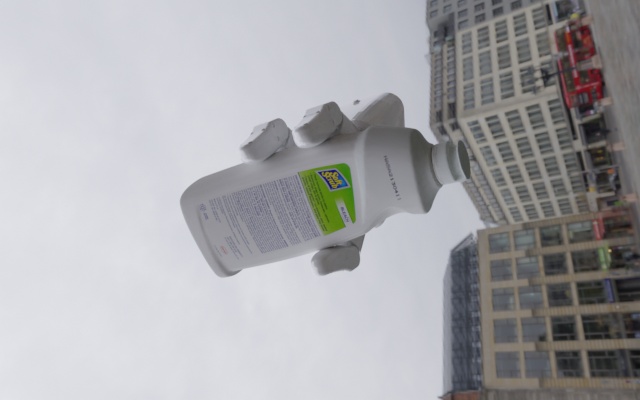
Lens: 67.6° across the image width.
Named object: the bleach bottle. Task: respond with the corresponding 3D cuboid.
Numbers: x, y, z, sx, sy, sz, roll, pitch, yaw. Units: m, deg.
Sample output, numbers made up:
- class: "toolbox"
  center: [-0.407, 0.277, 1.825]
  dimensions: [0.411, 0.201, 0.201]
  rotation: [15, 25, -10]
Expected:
- class: "bleach bottle"
  center: [0.000, 0.001, 0.405]
  dimensions: [0.251, 0.102, 0.068]
  rotation: [-12, 22, 30]
